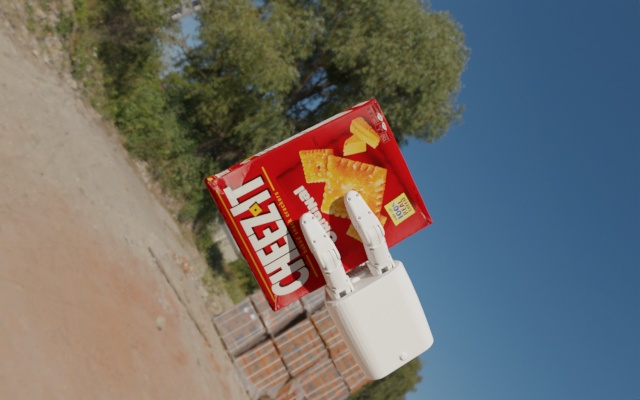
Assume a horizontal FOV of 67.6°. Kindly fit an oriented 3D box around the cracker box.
[{"bbox_3d":[0.000,0.002,0.553,0.213,0.164,0.072,-28,10,-12],"label":"cracker box"}]
